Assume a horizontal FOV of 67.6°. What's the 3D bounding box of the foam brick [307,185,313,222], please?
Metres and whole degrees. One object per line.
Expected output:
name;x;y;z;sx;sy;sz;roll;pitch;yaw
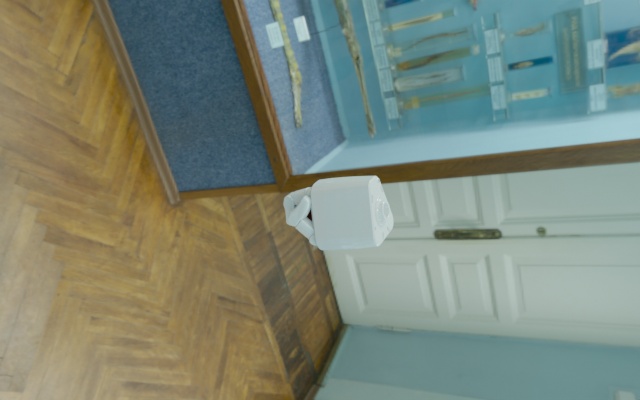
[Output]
foam brick;0.000;0.003;0.863;0.051;0.053;0.078;-6;19;30
